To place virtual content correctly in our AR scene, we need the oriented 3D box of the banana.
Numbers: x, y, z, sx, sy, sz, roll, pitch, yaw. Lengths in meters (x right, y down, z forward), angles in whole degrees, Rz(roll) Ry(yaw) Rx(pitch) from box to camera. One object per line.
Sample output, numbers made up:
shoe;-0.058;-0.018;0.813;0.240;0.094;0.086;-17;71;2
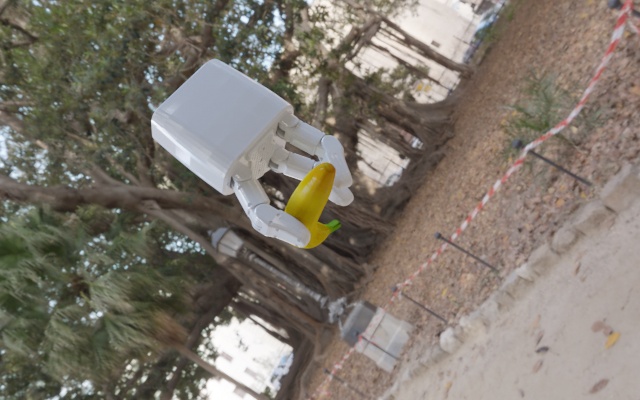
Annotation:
banana;-0.012;0.016;0.518;0.037;0.069;0.198;40;-12;13
